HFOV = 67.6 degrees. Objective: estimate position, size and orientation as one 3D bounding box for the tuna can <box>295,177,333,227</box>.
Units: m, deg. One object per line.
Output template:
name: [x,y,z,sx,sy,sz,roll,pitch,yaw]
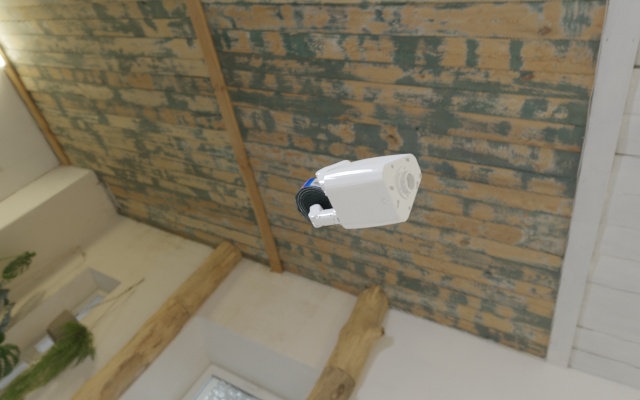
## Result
tuna can: [0.000,0.002,0.838,0.086,0.086,0.033,0,35,32]
